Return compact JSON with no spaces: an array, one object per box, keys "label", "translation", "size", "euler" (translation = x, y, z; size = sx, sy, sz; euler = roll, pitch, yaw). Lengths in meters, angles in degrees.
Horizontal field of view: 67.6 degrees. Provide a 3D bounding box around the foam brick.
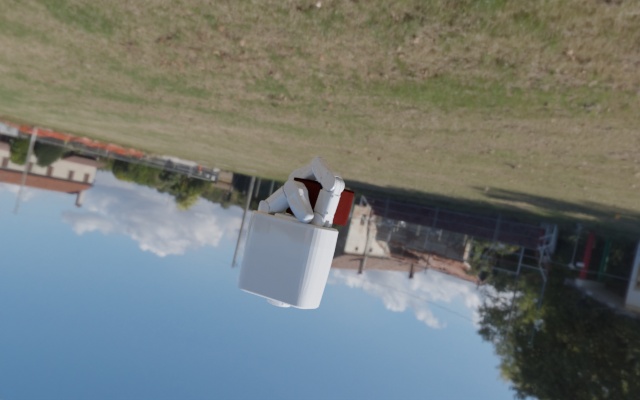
[{"label":"foam brick","translation":[0.000,0.002,0.660],"size":[0.053,0.051,0.078],"euler":[12,-1,40]}]
